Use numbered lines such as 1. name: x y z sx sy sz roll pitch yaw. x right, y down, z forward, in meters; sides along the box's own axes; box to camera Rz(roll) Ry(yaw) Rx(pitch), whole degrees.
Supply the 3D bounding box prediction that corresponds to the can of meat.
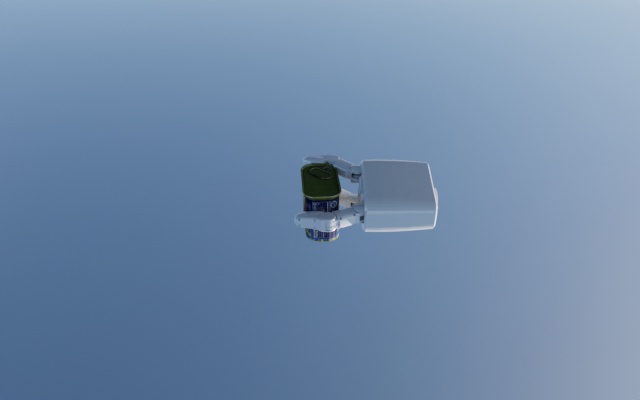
1. can of meat: 0.000 0.003 0.742 0.057 0.084 0.102 -3 33 -3
